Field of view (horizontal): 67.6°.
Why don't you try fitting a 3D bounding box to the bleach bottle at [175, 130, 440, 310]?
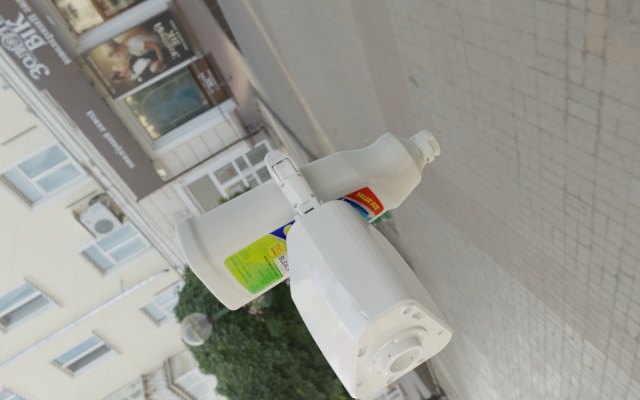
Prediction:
[{"bbox_3d":[0.000,0.002,0.452,0.251,0.103,0.068,-31,48,-5],"label":"bleach bottle"}]
